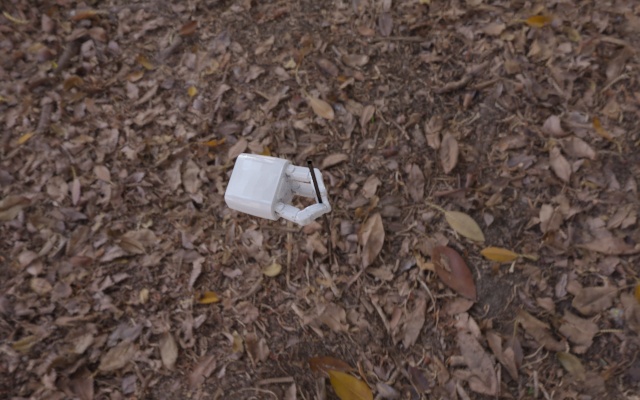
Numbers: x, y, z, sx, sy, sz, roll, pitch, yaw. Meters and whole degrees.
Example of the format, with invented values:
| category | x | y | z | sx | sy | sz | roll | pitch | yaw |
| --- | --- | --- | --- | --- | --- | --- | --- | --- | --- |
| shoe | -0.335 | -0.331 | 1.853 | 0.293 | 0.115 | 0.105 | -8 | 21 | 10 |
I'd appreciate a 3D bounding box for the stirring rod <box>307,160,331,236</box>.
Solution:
| category | x | y | z | sx | sy | sz | roll | pitch | yaw |
| --- | --- | --- | --- | --- | --- | --- | --- | --- | --- |
| stirring rod | 0.000 | 0.003 | 0.891 | 0.011 | 0.011 | 0.240 | 0 | -33 | 10 |
